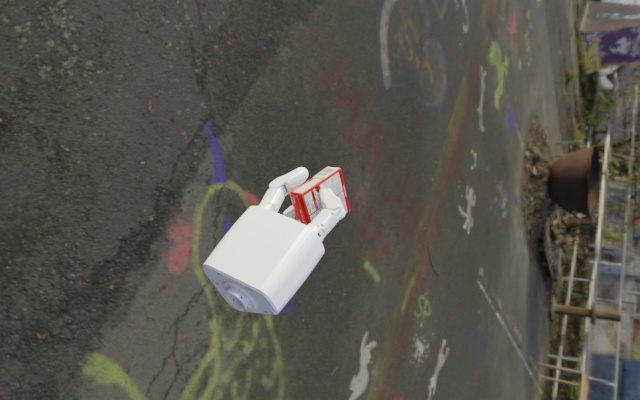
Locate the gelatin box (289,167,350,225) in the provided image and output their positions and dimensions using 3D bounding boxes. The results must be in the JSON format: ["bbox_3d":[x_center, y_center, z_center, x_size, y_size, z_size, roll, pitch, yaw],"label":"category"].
[{"bbox_3d":[0.001,0.002,0.693,0.030,0.073,0.089,11,35,42],"label":"gelatin box"}]
